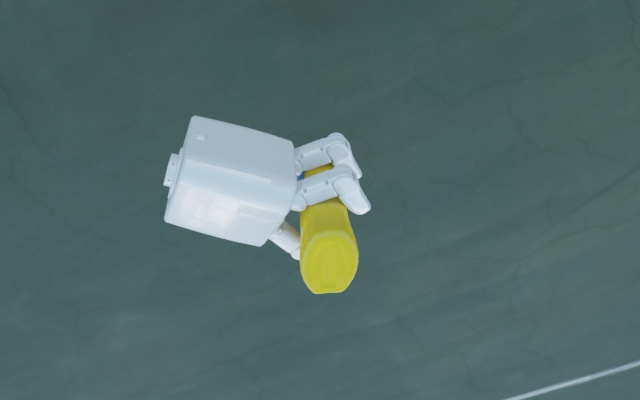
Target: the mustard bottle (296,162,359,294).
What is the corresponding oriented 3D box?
[{"bbox_3d":[0.000,0.002,0.534,0.058,0.096,0.191,-4,42,-3],"label":"mustard bottle"}]
